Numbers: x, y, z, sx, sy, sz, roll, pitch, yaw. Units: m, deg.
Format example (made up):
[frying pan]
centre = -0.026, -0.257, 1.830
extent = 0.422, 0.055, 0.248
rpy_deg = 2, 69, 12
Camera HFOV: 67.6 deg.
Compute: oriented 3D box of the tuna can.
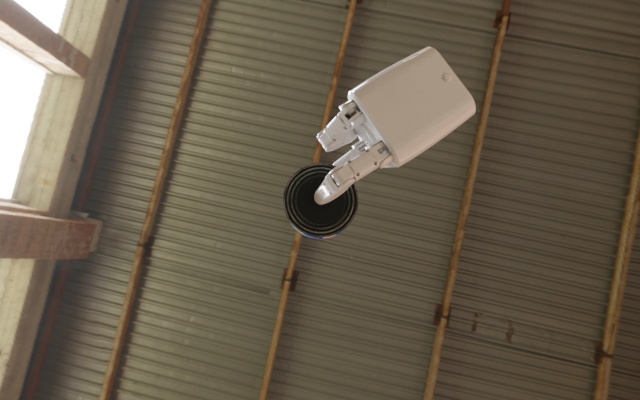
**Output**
[tuna can]
centre = 0.000, 0.002, 0.557
extent = 0.086, 0.086, 0.034
rpy_deg = 0, -10, -1
